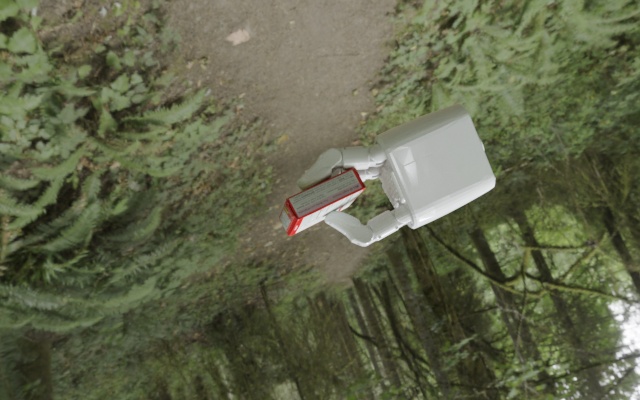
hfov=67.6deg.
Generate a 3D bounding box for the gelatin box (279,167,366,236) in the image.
[{"bbox_3d":[0.000,0.002,0.545,0.089,0.030,0.073,-26,-11,-18],"label":"gelatin box"}]
